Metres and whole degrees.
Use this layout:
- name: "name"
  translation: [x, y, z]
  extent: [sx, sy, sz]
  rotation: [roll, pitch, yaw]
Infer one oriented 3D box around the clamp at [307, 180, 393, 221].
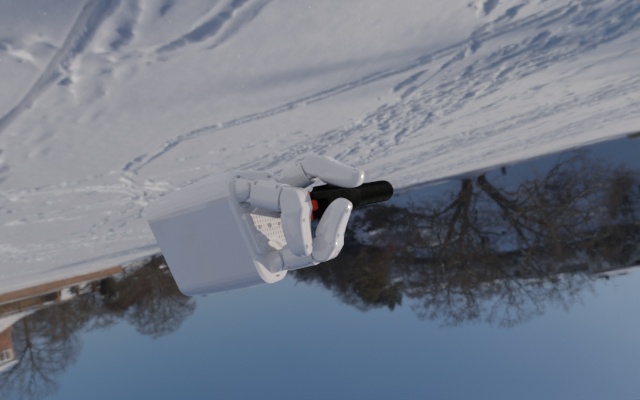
- name: "clamp"
  translation: [0.000, 0.002, 0.513]
  extent: [0.120, 0.039, 0.171]
  rotation: [-16, -4, 25]
